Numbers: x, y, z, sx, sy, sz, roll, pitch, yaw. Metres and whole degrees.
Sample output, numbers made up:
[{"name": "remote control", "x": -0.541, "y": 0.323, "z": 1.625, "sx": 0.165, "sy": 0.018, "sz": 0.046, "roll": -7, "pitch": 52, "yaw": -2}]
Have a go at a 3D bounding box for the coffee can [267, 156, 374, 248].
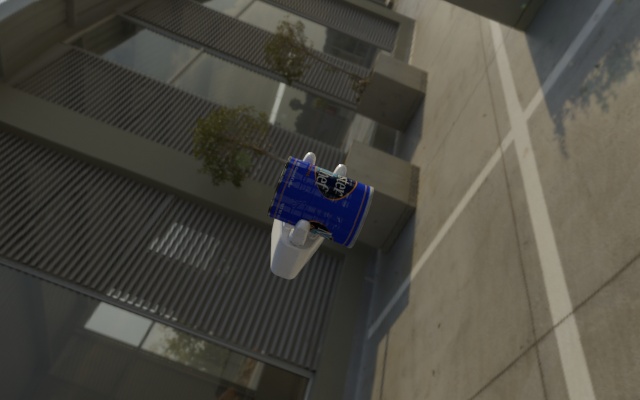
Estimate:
[{"name": "coffee can", "x": 0.000, "y": 0.002, "z": 0.747, "sx": 0.140, "sy": 0.103, "sz": 0.103, "roll": 21, "pitch": -1, "yaw": -2}]
